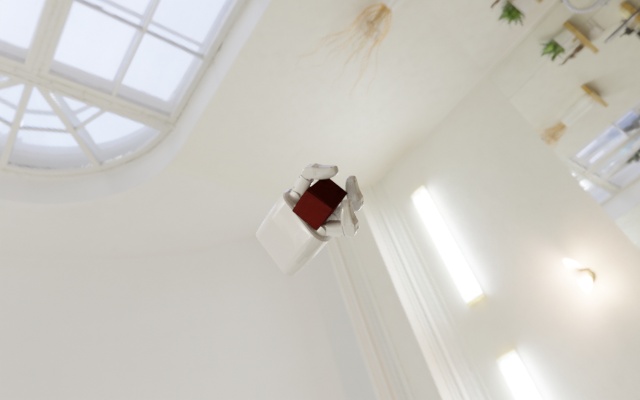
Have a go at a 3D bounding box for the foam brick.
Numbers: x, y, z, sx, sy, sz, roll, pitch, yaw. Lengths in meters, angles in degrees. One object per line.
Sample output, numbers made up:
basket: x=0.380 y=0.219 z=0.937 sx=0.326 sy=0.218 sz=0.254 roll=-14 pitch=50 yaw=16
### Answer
foam brick: x=0.000 y=0.002 z=0.771 sx=0.053 sy=0.051 sz=0.078 roll=39 pitch=30 yaw=4
